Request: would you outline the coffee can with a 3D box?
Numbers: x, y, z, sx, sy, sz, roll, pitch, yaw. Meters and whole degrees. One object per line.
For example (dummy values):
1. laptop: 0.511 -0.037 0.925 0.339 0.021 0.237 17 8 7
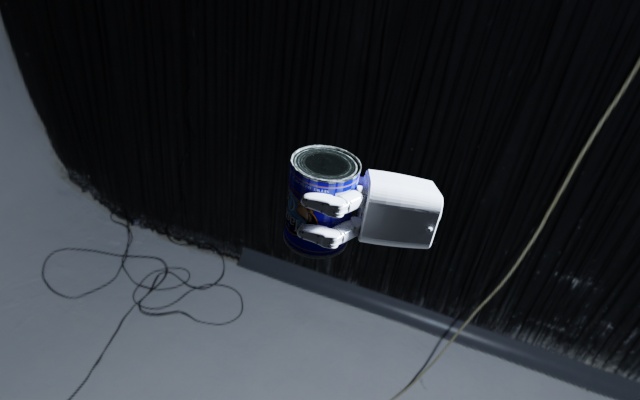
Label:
1. coffee can: 0.000 0.002 0.719 0.103 0.140 0.102 5 34 -4
